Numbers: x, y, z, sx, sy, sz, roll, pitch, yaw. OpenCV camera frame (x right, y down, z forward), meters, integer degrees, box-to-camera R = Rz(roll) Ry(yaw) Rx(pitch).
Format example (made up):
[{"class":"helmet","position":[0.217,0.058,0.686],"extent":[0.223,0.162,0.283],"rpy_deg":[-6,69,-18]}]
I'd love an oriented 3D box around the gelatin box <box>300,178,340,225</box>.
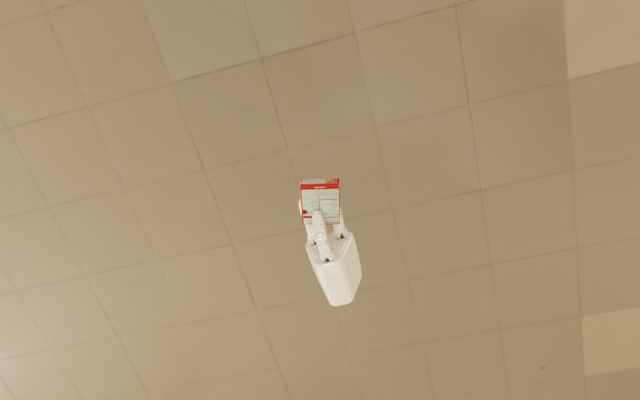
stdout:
[{"class":"gelatin box","position":[0.000,0.003,0.898],"extent":[0.073,0.089,0.030],"rpy_deg":[-2,32,2]}]
